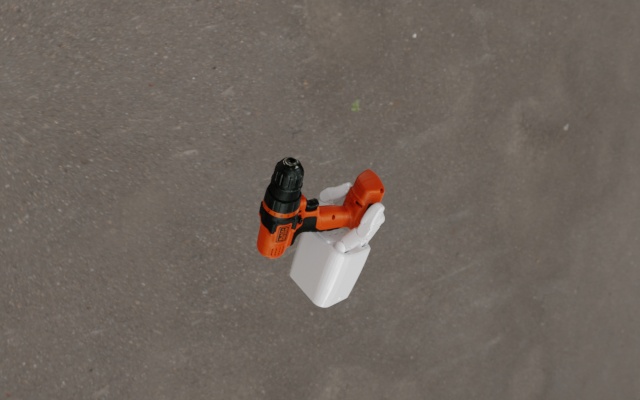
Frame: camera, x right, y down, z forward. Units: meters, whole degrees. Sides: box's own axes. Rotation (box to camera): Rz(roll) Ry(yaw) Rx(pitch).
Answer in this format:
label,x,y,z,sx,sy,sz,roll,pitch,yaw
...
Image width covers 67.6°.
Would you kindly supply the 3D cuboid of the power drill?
label,x,y,z,sx,sy,sz,roll,pitch,yaw
power drill,0.000,0.003,0.715,0.187,0.057,0.185,-9,-40,-27
